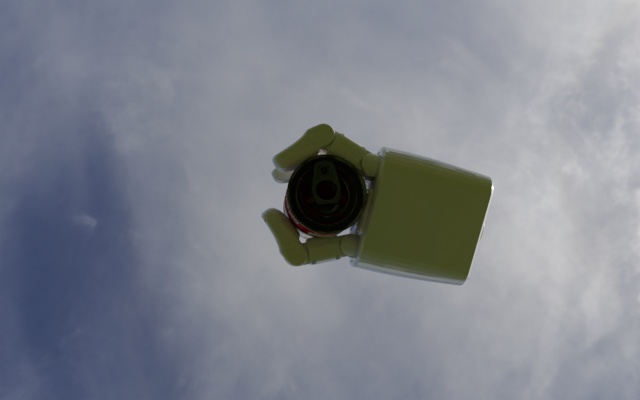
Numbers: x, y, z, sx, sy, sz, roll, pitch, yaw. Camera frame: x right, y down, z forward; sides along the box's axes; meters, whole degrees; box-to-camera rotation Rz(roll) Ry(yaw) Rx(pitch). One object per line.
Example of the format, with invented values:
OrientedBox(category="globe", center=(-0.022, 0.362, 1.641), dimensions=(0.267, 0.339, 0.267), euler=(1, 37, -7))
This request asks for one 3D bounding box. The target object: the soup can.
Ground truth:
OrientedBox(category="soup can", center=(0.000, 0.002, 0.448), dimensions=(0.068, 0.068, 0.102), euler=(0, -8, -7))
